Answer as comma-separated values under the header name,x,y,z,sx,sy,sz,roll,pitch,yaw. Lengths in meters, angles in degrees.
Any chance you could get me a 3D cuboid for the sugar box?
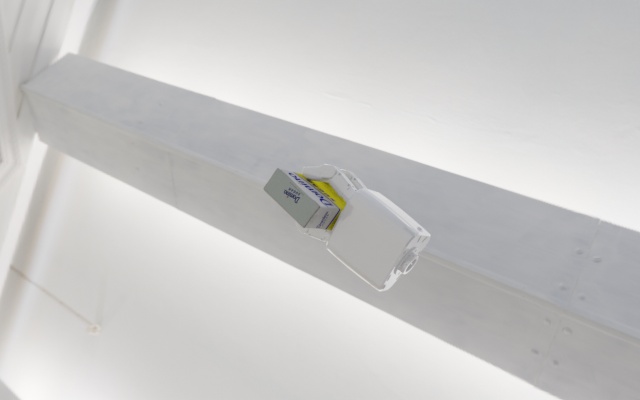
name,x,y,z,sx,sy,sz,roll,pitch,yaw
sugar box,0.001,0.002,0.735,0.093,0.048,0.176,42,13,25
